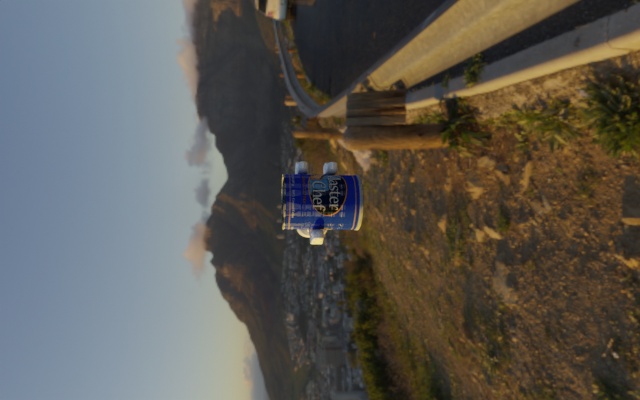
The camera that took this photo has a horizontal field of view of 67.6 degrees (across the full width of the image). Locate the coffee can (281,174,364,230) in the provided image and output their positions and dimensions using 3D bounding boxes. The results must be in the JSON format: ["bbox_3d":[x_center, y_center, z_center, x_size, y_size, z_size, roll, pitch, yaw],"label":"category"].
[{"bbox_3d":[0.000,0.003,0.873,0.140,0.103,0.103,1,0,-7],"label":"coffee can"}]
